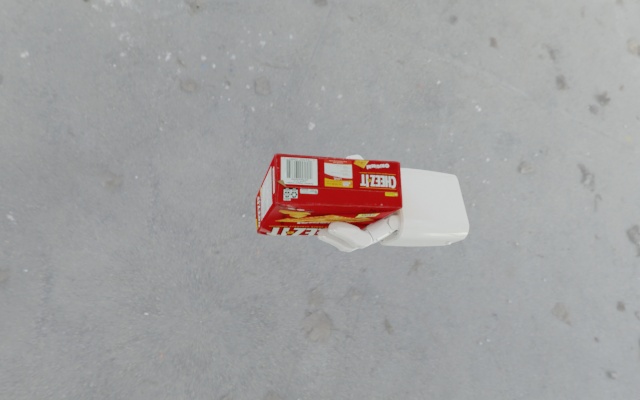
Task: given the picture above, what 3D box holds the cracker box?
[{"bbox_3d":[0.000,0.002,0.680,0.164,0.072,0.214,2,-14,-13],"label":"cracker box"}]
